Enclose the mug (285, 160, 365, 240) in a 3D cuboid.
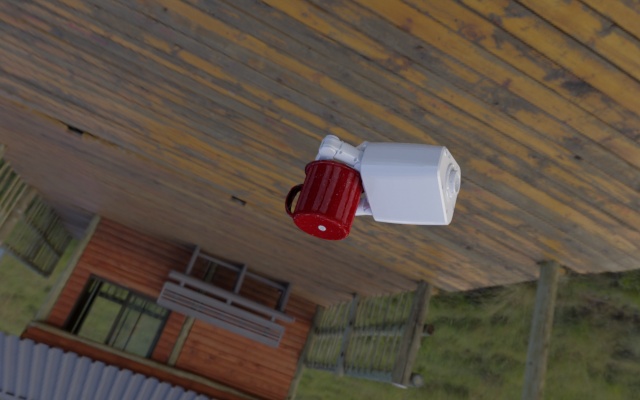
[{"bbox_3d":[-0.001,0.002,0.667,0.117,0.081,0.093,3,-29,30],"label":"mug"}]
